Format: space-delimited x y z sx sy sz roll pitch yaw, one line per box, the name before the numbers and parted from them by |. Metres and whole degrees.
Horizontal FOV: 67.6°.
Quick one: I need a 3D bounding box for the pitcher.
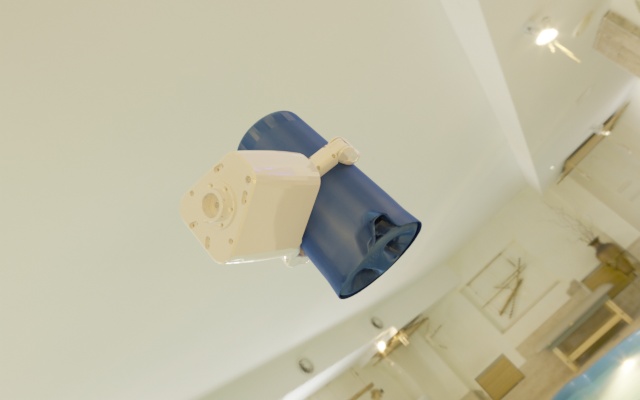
pitcher | 0.000 0.002 0.622 0.242 0.149 0.145 47 25 23
